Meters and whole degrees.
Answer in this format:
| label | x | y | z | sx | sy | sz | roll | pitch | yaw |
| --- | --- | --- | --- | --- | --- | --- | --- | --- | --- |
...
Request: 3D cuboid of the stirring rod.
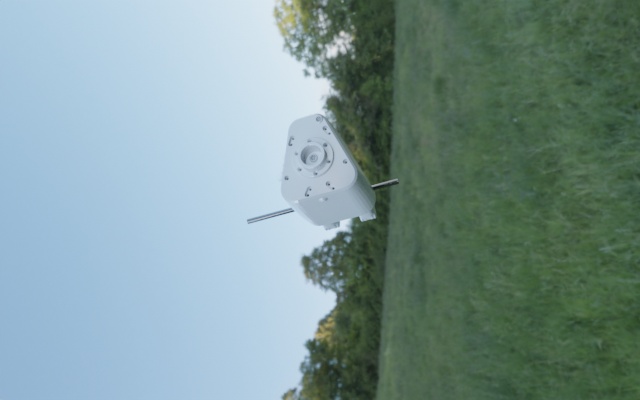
| label | x | y | z | sx | sy | sz | roll | pitch | yaw |
| --- | --- | --- | --- | --- | --- | --- | --- | --- | --- |
| stirring rod | 0.000 | 0.002 | 0.723 | 0.239 | 0.011 | 0.011 | -15 | -3 | 12 |
